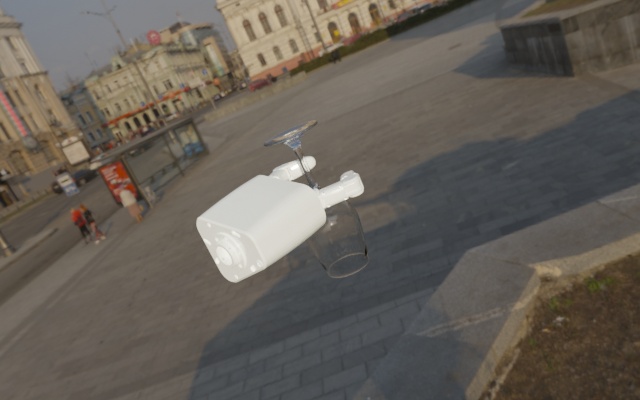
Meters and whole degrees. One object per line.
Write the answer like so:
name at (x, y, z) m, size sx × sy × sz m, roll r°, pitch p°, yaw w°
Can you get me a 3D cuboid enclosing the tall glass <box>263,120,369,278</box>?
tall glass at (0.000, 0.001, 0.628) m, size 0.079 × 0.201 × 0.079 m, roll -22°, pitch 17°, yaw 7°
